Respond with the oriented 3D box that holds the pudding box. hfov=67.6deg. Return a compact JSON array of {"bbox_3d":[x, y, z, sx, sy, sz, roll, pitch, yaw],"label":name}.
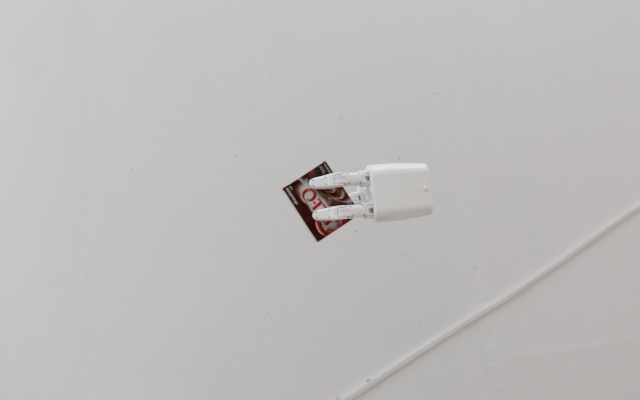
[{"bbox_3d":[0.000,0.003,0.829,0.090,0.113,0.039,-34,-2,-9],"label":"pudding box"}]
